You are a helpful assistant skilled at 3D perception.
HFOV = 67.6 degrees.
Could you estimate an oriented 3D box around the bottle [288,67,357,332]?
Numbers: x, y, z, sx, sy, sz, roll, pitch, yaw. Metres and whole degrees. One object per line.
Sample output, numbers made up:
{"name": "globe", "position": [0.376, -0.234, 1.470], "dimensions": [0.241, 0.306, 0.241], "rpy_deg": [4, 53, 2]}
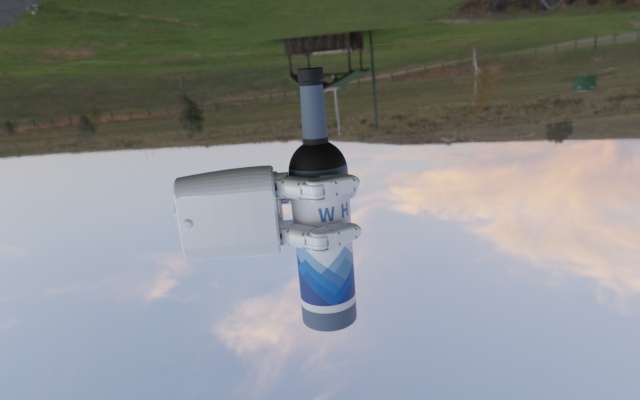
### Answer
{"name": "bottle", "position": [0.000, 0.002, 0.543], "dimensions": [0.069, 0.296, 0.069], "rpy_deg": [-4, 16, 1]}
